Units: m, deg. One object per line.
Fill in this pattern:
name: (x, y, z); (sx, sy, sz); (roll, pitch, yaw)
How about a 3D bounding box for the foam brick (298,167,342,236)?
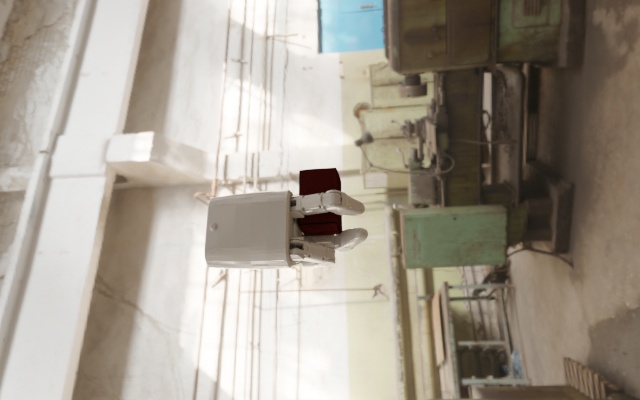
foam brick: (0.000, 0.002, 0.630); (0.051, 0.078, 0.053); (-3, -21, 9)
